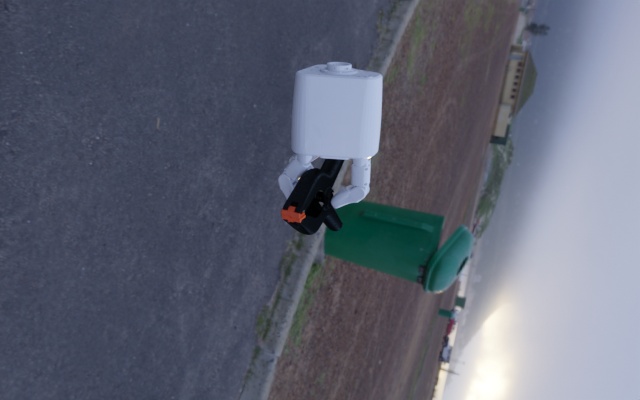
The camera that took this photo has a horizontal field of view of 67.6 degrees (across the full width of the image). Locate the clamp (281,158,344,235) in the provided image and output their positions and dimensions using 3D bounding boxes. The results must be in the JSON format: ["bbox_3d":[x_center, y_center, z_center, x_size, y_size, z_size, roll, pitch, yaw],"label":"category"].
[{"bbox_3d":[0.001,0.002,0.701,0.036,0.165,0.210,11,26,19],"label":"clamp"}]
